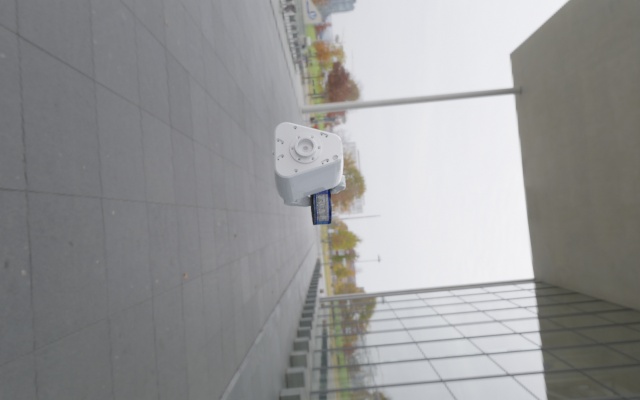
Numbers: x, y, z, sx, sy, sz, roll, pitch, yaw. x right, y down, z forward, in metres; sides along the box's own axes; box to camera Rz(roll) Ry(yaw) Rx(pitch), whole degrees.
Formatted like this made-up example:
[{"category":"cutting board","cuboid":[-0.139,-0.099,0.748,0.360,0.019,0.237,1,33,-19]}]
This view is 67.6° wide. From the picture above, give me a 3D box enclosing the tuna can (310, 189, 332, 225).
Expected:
[{"category":"tuna can","cuboid":[0.001,0.003,0.890,0.034,0.086,0.086,-4,0,-5]}]
